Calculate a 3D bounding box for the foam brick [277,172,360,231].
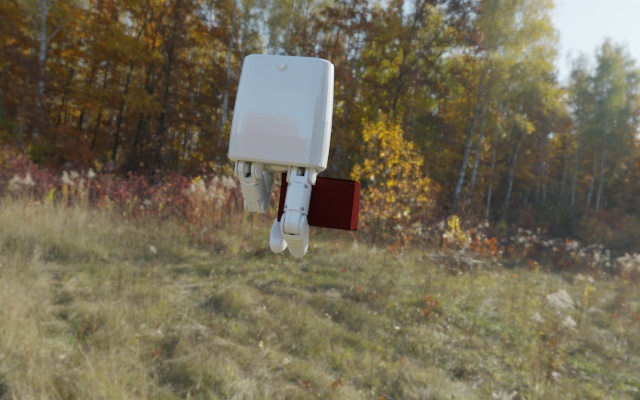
[{"bbox_3d":[0.000,0.002,0.497,0.078,0.051,0.053,7,-2,10],"label":"foam brick"}]
